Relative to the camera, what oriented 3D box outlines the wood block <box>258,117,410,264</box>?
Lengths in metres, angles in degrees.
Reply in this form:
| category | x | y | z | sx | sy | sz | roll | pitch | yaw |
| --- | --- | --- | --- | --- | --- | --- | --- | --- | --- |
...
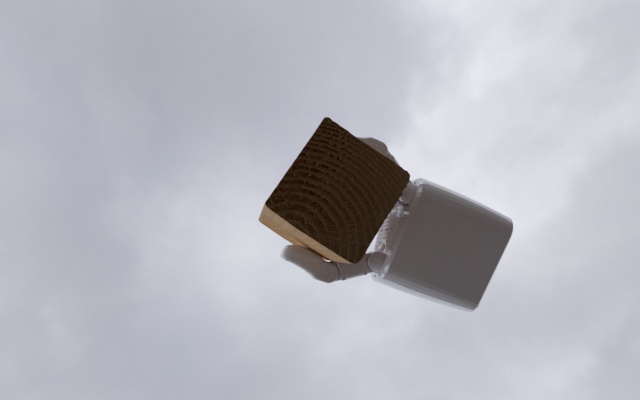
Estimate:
| category | x | y | z | sx | sy | sz | roll | pitch | yaw |
| --- | --- | --- | --- | --- | --- | --- | --- | --- | --- |
| wood block | 0.000 | 0.002 | 0.480 | 0.090 | 0.091 | 0.206 | 34 | -10 | -4 |
